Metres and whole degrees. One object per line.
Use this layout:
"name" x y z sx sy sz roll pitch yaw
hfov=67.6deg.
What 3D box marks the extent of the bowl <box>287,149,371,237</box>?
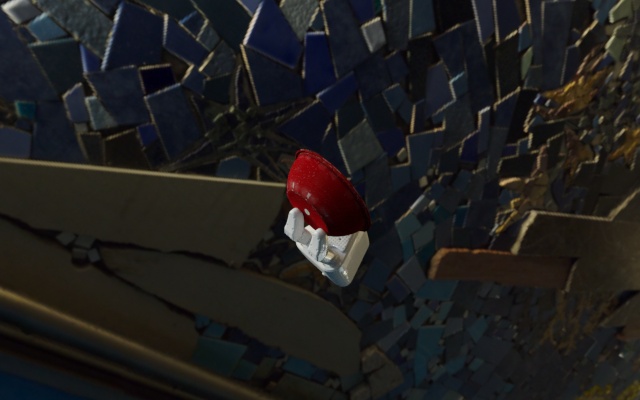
"bowl" -0.001 0.002 0.720 0.055 0.162 0.162 -42 15 -17
